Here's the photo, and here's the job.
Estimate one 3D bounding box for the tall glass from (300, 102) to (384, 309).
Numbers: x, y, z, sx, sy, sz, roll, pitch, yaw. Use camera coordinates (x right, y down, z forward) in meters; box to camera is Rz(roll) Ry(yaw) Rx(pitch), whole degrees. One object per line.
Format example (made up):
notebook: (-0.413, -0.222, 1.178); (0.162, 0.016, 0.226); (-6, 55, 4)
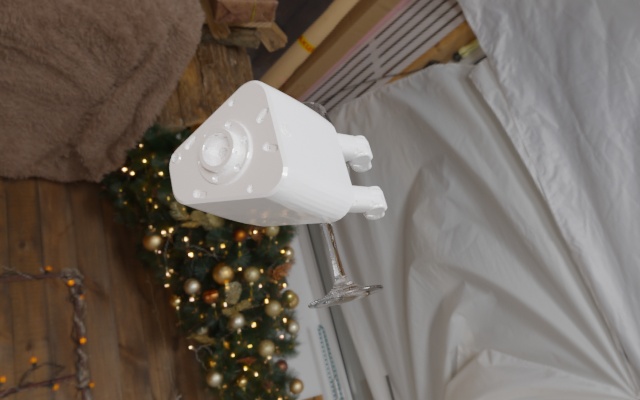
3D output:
tall glass: (0.000, 0.002, 0.486); (0.079, 0.201, 0.079); (-13, -18, -4)
